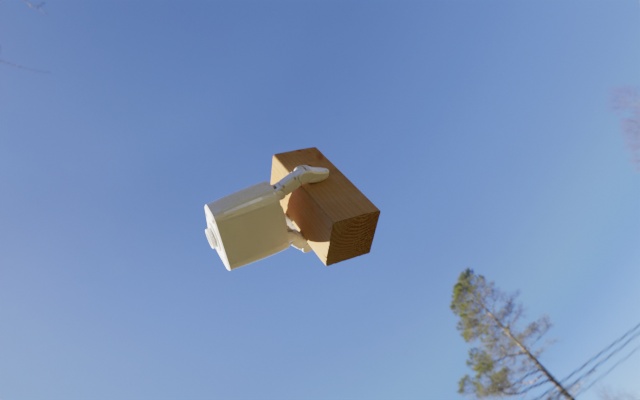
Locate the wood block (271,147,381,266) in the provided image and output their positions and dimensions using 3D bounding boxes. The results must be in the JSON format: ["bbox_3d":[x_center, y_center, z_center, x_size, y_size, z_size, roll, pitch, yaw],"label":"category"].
[{"bbox_3d":[0.000,0.002,0.809,0.090,0.091,0.206,-13,41,-28],"label":"wood block"}]
